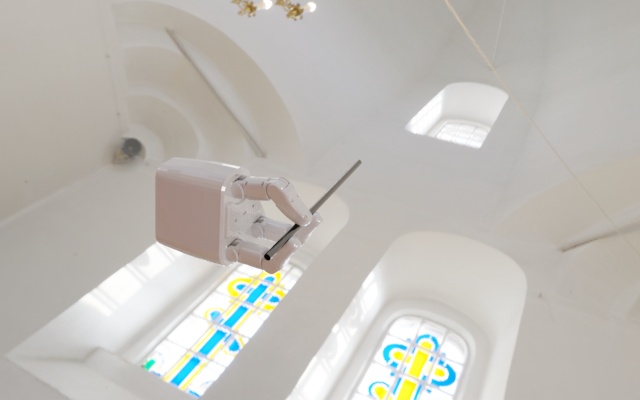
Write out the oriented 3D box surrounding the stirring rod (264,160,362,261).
[{"bbox_3d":[0.000,0.002,0.569,0.011,0.011,0.239,0,27,30],"label":"stirring rod"}]
